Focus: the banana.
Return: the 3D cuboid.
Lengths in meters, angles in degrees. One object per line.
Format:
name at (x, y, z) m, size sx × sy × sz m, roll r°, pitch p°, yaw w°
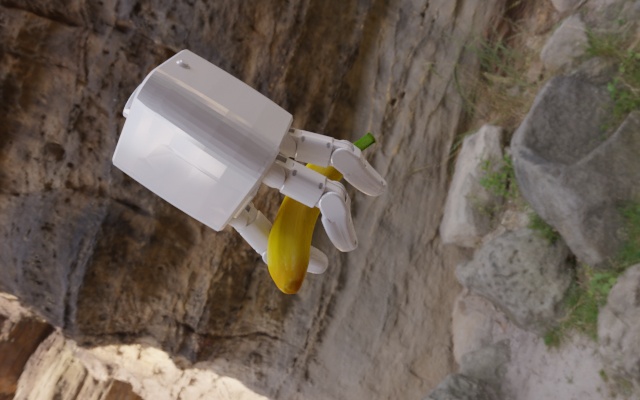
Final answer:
banana at (-0.010, 0.005, 0.433) m, size 0.037 × 0.197 × 0.070 m, roll 42°, pitch -41°, yaw -17°
